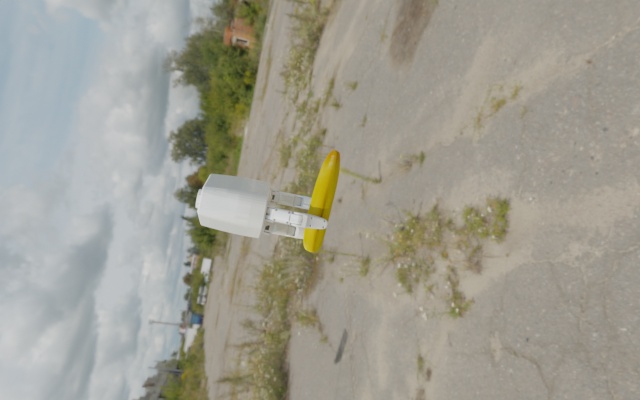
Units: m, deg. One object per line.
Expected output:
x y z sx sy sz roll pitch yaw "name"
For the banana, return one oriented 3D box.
-0.001 0.014 0.807 0.037 0.198 0.069 12 26 -3 "banana"
